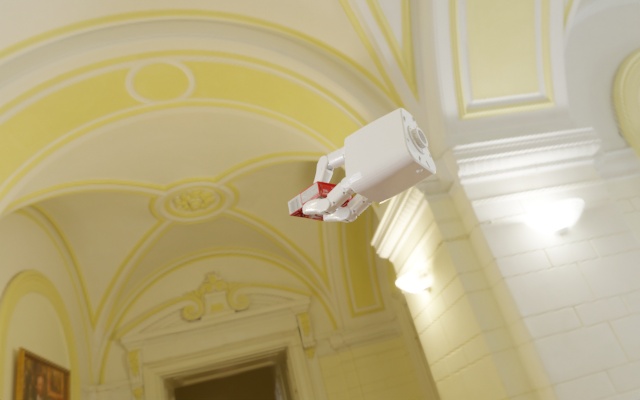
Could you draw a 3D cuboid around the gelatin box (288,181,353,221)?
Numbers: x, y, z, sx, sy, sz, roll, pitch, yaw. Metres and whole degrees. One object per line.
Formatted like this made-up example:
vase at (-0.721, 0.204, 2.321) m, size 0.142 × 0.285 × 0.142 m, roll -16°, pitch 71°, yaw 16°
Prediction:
gelatin box at (0.000, 0.002, 0.805) m, size 0.073 × 0.030 × 0.089 m, roll 11°, pitch -31°, yaw -38°
